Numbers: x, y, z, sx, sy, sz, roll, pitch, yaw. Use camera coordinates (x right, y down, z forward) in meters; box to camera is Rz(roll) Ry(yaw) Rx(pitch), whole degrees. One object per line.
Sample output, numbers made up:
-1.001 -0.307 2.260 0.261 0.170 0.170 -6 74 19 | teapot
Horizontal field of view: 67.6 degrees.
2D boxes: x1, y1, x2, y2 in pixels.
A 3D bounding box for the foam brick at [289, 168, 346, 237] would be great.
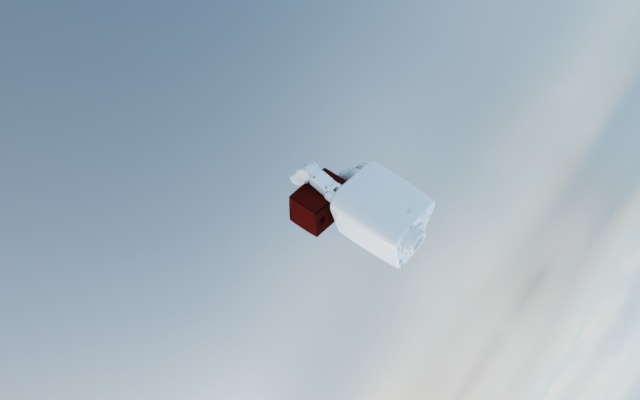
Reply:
0.000 0.002 0.675 0.051 0.053 0.078 34 58 26 | foam brick
